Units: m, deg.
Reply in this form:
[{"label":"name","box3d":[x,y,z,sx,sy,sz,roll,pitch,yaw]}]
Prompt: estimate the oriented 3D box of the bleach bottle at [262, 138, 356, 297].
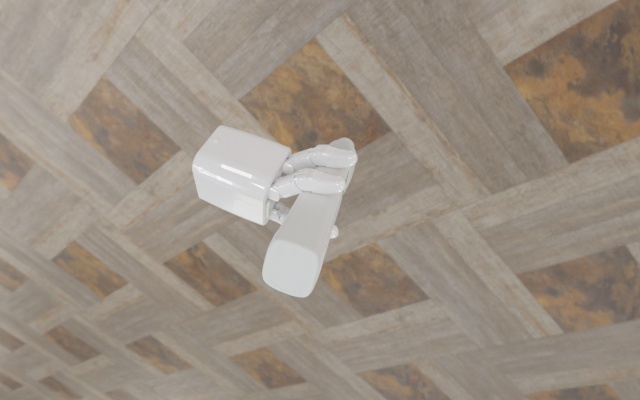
[{"label":"bleach bottle","box3d":[0.000,0.002,0.651,0.068,0.103,0.250,21,45,3]}]
